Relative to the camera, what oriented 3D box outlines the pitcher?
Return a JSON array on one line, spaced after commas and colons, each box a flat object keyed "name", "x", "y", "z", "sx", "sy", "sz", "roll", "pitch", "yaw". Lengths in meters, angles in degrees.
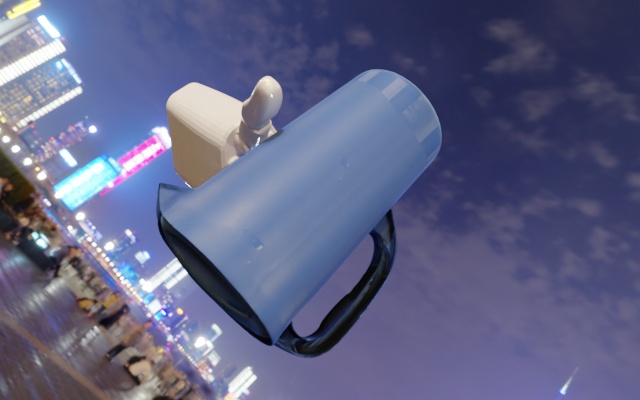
[{"name": "pitcher", "x": 0.000, "y": 0.001, "z": 0.413, "sx": 0.145, "sy": 0.149, "sz": 0.242, "roll": 31, "pitch": 61, "yaw": 35}]
